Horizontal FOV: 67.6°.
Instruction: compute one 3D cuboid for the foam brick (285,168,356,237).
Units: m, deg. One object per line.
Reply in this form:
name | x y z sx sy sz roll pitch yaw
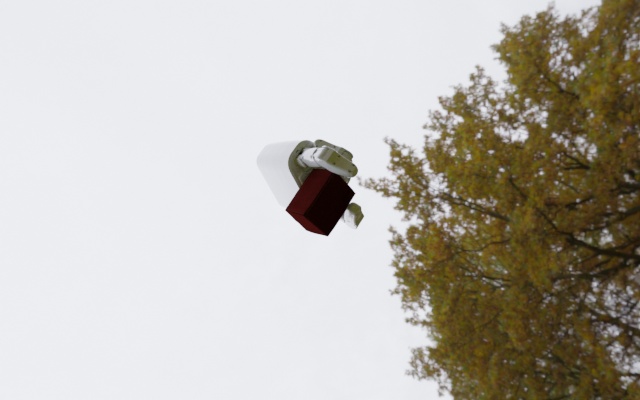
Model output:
foam brick | 0.000 0.002 0.659 0.051 0.078 0.053 9 -30 53
